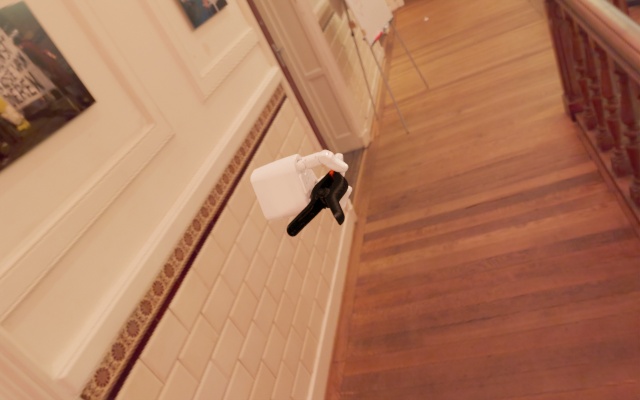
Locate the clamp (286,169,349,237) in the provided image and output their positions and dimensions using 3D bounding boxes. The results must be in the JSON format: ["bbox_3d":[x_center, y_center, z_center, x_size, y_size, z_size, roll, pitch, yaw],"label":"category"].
[{"bbox_3d":[0.000,0.002,0.896,0.120,0.039,0.171,-15,30,22],"label":"clamp"}]
